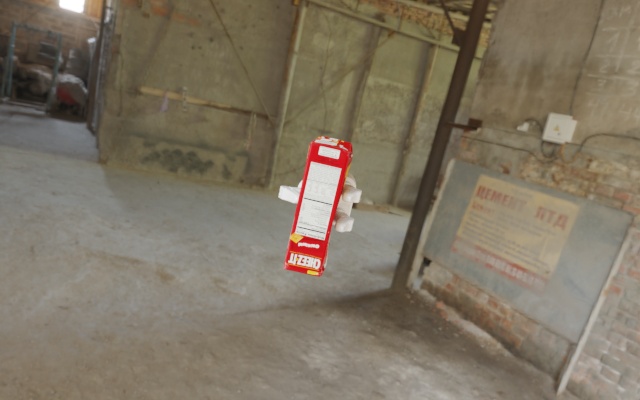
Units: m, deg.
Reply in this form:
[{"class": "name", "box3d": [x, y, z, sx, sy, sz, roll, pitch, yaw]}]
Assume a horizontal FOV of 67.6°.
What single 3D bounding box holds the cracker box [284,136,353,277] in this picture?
[{"class": "cracker box", "box3d": [0.000, 0.002, 0.825, 0.072, 0.214, 0.164, 13, 11, 2]}]
